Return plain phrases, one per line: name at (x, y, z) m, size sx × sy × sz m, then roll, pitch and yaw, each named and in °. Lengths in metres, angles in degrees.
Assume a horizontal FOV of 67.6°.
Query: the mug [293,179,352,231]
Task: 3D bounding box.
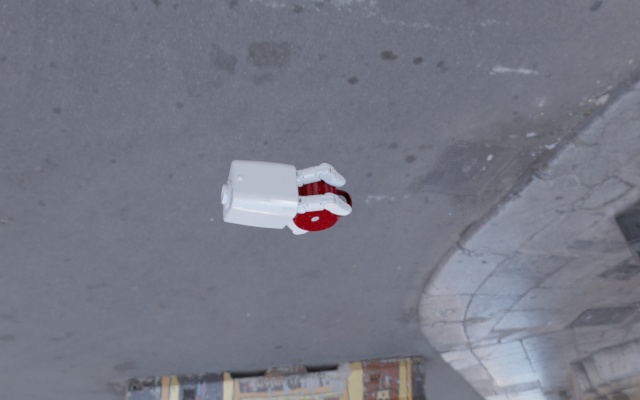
mug at (0.002, 0.003, 0.851) m, size 0.117 × 0.081 × 0.093 m, roll 6°, pitch -36°, yaw -17°
